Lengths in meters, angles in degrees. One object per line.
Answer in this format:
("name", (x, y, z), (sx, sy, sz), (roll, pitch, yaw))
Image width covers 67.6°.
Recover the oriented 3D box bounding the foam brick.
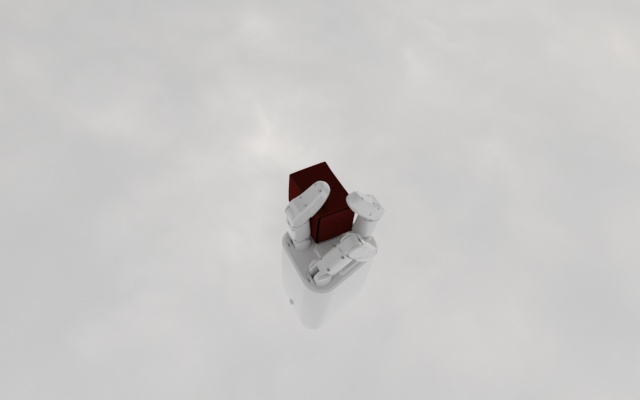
("foam brick", (0.000, 0.002, 0.579), (0.053, 0.078, 0.051), (-20, -36, -20))
